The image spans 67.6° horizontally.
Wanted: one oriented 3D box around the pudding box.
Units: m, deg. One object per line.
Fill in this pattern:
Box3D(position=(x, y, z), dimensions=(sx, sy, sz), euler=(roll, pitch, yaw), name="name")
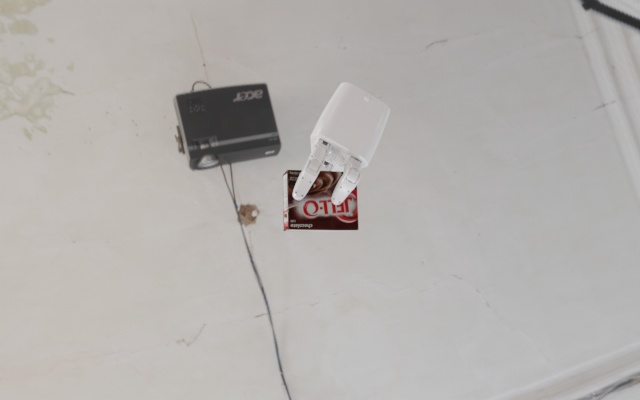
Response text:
Box3D(position=(0.000, 0.002, 0.723), dimensions=(0.113, 0.090, 0.039), euler=(1, -10, -15), name="pudding box")
